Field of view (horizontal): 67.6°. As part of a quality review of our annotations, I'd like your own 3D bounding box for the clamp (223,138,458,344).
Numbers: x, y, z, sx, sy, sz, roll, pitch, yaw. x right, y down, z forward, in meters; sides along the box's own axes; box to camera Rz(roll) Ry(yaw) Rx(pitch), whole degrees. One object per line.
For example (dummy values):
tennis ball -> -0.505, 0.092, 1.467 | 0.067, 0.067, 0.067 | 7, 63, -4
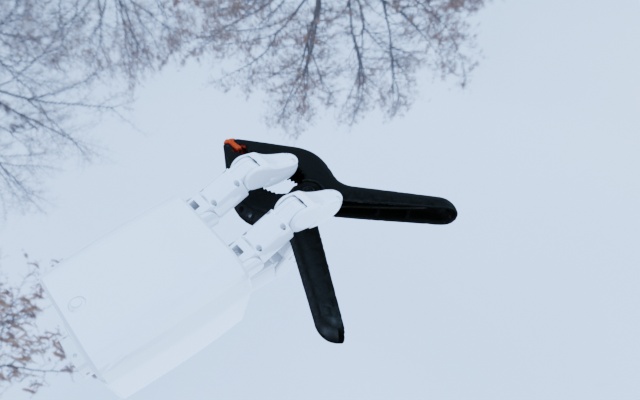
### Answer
clamp -> -0.001, 0.002, 0.409 | 0.164, 0.036, 0.210 | -32, 56, -30
